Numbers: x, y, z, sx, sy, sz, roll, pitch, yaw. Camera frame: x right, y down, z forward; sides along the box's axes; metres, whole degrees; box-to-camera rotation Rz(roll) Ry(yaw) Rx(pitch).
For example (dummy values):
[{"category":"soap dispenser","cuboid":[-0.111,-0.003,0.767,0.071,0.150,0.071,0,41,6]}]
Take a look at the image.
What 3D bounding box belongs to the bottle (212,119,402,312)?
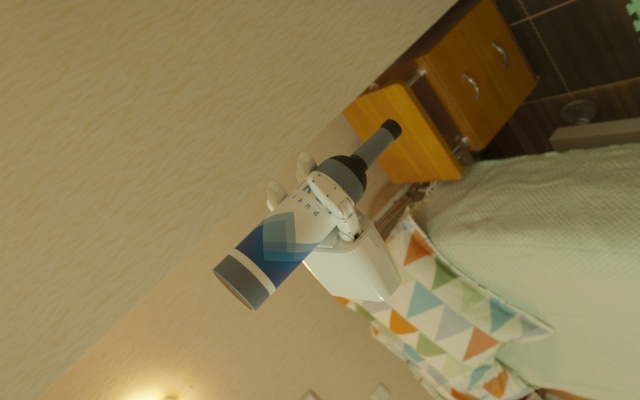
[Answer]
[{"category":"bottle","cuboid":[0.000,0.002,0.579,0.295,0.069,0.069,-46,19,-20]}]
